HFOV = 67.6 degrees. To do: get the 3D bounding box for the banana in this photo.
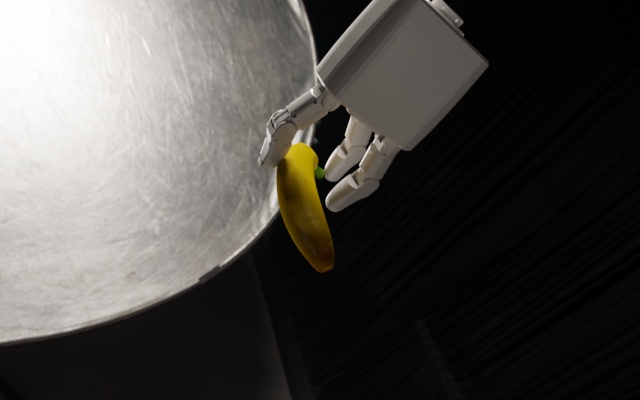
[{"bbox_3d":[-0.014,-0.011,0.460,0.070,0.037,0.197,38,22,-19],"label":"banana"}]
